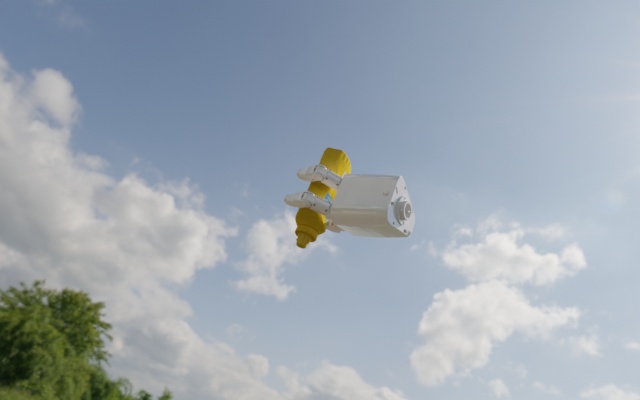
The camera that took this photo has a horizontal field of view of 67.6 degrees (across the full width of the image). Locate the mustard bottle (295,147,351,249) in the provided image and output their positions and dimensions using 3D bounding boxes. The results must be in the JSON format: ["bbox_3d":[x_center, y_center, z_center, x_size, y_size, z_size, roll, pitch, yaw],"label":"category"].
[{"bbox_3d":[0.000,0.003,0.877,0.058,0.191,0.096,15,-29,15],"label":"mustard bottle"}]
